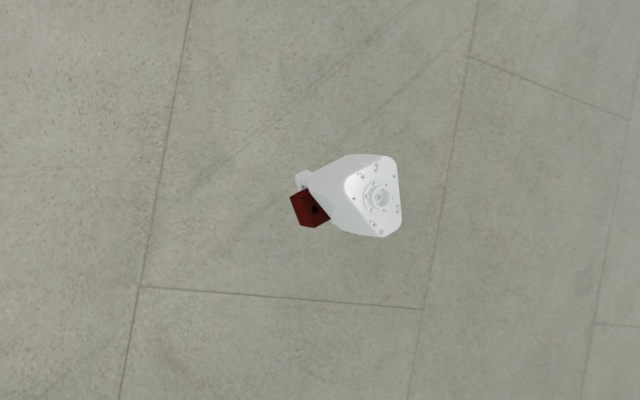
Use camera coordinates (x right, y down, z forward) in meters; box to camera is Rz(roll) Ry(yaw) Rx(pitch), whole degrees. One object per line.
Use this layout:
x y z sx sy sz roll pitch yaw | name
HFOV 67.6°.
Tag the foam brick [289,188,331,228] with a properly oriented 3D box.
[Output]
0.000 0.003 0.758 0.078 0.053 0.051 -28 15 -21 | foam brick
